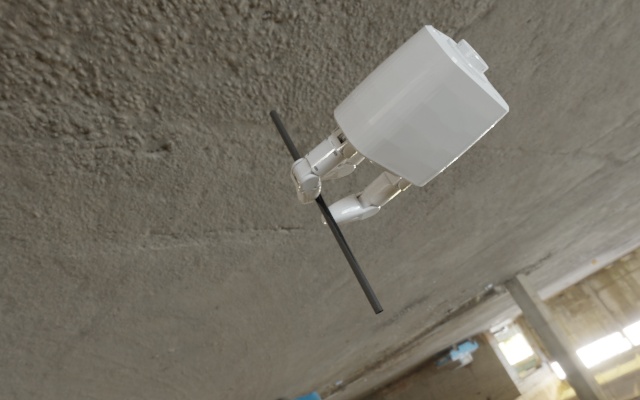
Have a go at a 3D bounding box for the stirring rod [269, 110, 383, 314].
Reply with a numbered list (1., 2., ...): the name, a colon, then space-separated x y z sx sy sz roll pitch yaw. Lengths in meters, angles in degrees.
1. stirring rod: 0.000 0.001 0.468 0.011 0.239 0.011 -23 -25 -11
